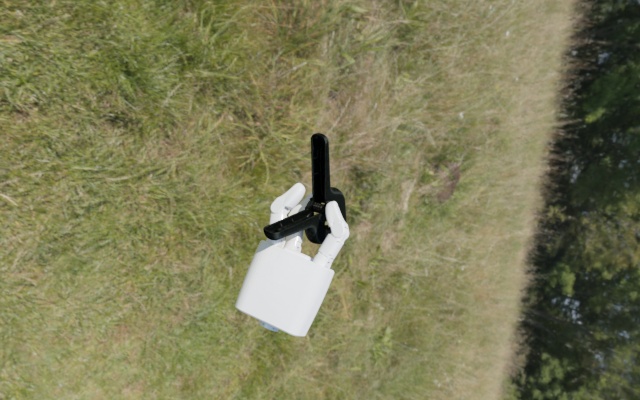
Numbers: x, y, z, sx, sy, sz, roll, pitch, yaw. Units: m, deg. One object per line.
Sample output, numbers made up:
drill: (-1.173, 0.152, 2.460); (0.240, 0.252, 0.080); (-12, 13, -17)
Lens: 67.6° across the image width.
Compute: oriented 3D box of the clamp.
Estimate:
clamp: (0.001, 0.003, 0.731); (0.036, 0.164, 0.210); (21, -7, 28)
